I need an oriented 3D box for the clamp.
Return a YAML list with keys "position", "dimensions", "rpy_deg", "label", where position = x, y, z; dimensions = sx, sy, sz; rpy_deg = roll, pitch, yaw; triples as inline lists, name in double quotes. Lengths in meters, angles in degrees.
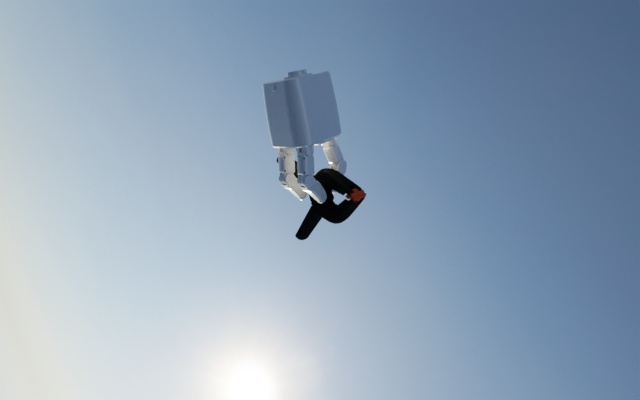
- position: [0.001, 0.002, 0.825]
  dimensions: [0.036, 0.164, 0.210]
  rpy_deg: [-21, 18, -35]
  label: "clamp"
